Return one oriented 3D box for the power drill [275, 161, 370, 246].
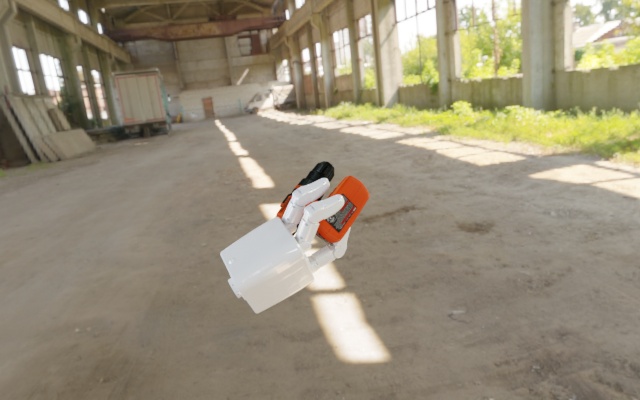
[{"bbox_3d":[0.000,0.003,0.801,0.057,0.184,0.187,41,-19,-21],"label":"power drill"}]
